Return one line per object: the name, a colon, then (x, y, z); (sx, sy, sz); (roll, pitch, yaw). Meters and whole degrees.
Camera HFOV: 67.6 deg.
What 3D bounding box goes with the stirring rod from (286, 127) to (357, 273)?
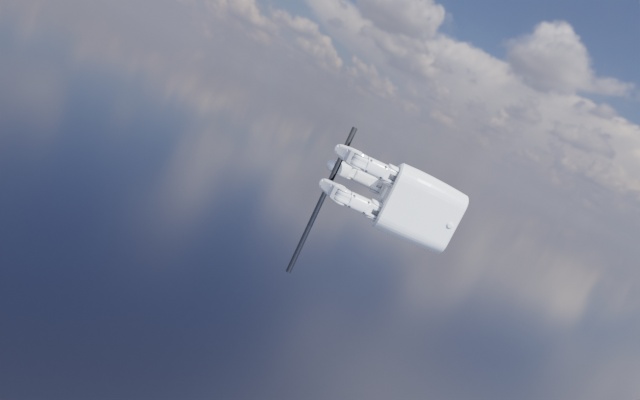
stirring rod: (0.000, 0.002, 0.710); (0.011, 0.239, 0.011); (24, 11, -5)
